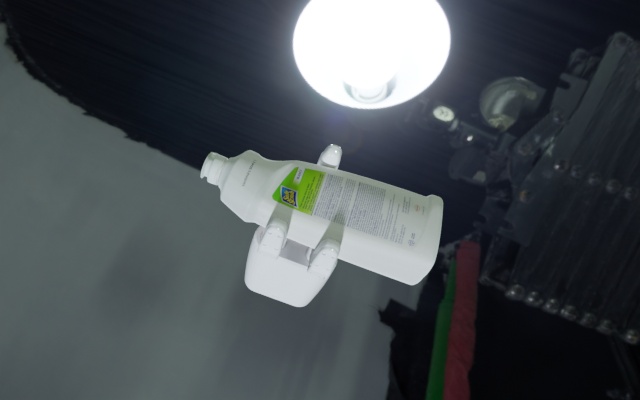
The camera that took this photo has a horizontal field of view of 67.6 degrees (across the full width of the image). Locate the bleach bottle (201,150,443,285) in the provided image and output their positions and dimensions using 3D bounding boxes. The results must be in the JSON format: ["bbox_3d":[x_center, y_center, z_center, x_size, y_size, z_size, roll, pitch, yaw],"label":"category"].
[{"bbox_3d":[0.000,0.002,0.508,0.251,0.102,0.068,21,-39,-3],"label":"bleach bottle"}]
